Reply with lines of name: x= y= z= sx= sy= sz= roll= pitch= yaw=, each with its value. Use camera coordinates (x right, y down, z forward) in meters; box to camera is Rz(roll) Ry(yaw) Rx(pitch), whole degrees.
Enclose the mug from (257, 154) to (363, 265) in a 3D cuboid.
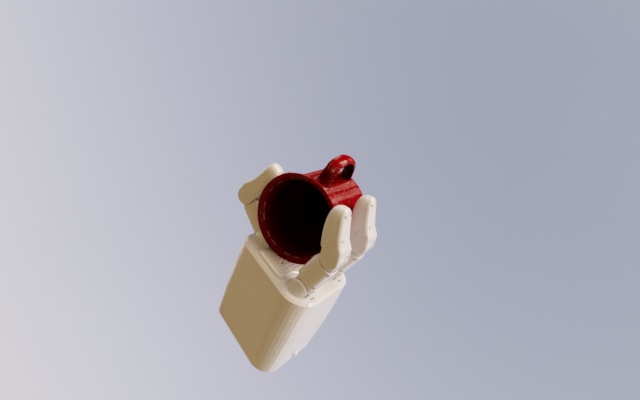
mug: x=0.001 y=0.000 z=0.497 sx=0.093 sy=0.117 sz=0.081 roll=37 pitch=26 yaw=18
